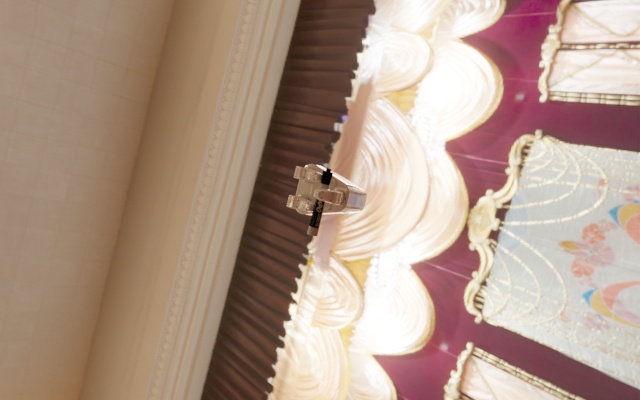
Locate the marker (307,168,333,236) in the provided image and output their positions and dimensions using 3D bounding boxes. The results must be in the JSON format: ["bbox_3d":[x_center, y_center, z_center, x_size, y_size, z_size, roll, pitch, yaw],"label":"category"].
[{"bbox_3d":[0.000,0.003,0.839,0.020,0.121,0.020,14,3,-1],"label":"marker"}]
